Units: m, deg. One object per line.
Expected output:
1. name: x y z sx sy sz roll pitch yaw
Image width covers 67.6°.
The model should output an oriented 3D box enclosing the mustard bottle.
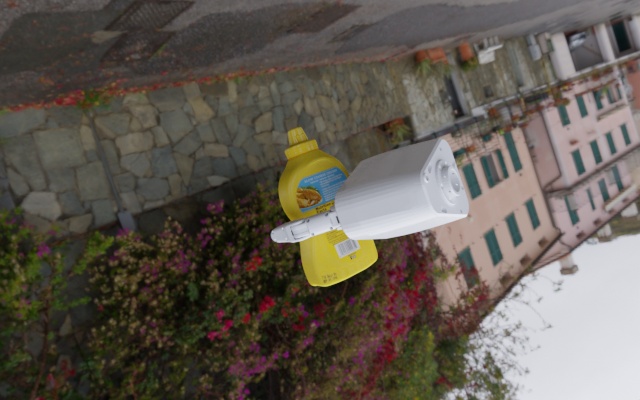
1. mustard bottle: 0.000 0.002 0.592 0.096 0.191 0.058 -22 4 -30
